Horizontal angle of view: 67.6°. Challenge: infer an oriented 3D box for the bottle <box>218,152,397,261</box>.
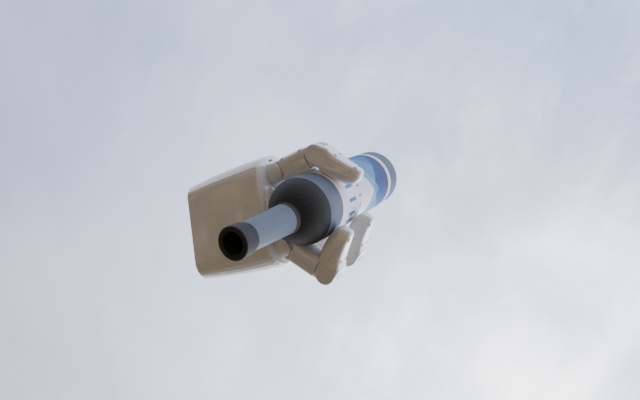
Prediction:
[{"bbox_3d":[0.000,0.001,0.481,0.069,0.069,0.295,0,12,27],"label":"bottle"}]
